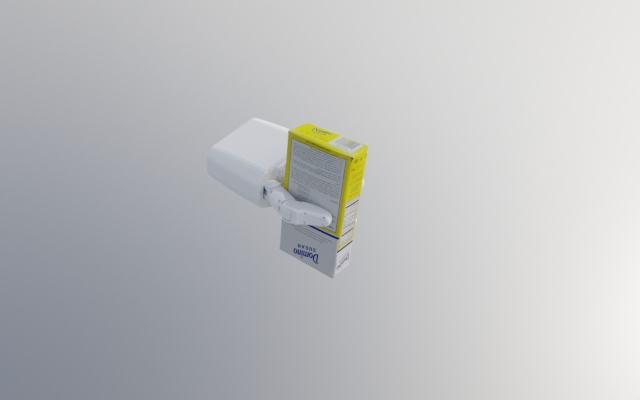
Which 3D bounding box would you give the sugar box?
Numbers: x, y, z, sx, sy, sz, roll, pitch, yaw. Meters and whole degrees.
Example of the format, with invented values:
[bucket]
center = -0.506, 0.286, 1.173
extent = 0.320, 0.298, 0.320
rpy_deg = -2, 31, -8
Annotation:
[sugar box]
center = 0.000, 0.002, 0.599
extent = 0.093, 0.176, 0.048
rpy_deg = 26, 38, 28
